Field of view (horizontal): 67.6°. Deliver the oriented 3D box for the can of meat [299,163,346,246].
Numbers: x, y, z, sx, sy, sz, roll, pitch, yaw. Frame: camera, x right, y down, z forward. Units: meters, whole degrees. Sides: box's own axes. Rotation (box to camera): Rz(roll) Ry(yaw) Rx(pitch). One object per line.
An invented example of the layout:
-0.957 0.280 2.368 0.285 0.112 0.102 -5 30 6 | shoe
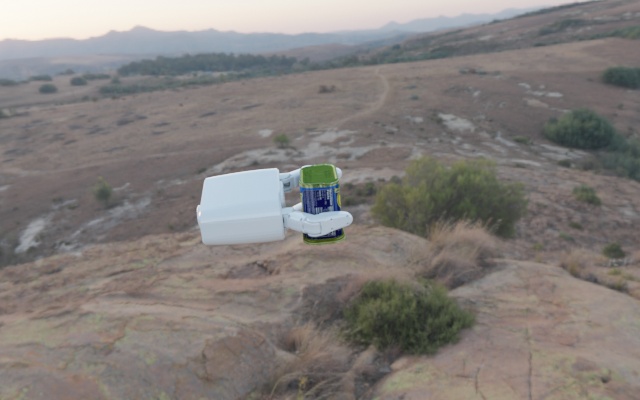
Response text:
0.000 0.002 0.655 0.057 0.084 0.102 -5 19 -1 | can of meat
